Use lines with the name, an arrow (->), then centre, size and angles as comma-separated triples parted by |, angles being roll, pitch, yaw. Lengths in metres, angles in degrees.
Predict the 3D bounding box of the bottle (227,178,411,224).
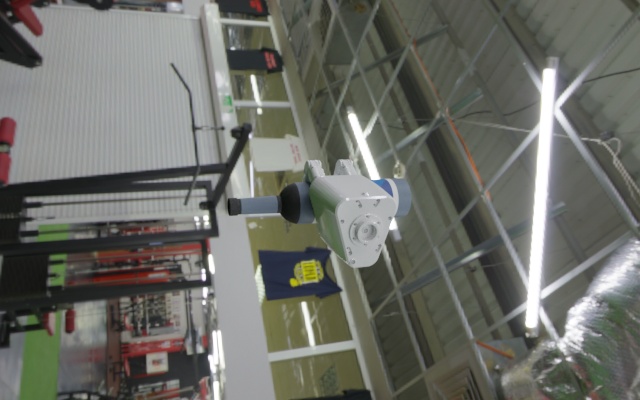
bottle -> 0.000, 0.002, 0.769 | 0.296, 0.069, 0.069 | -3, 1, -19
